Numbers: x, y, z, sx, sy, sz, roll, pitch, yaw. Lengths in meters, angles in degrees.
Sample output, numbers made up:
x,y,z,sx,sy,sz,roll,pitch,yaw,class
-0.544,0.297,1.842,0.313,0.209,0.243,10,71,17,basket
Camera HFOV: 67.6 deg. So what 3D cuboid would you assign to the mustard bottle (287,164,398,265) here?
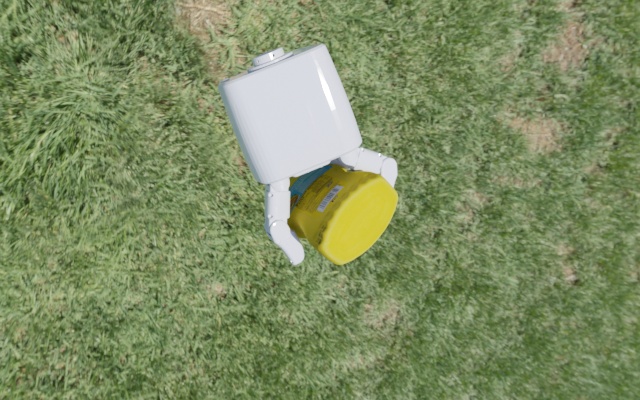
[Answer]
x,y,z,sx,sy,sz,roll,pitch,yaw,class
0.000,0.002,0.538,0.058,0.096,0.191,43,-8,-27,mustard bottle
